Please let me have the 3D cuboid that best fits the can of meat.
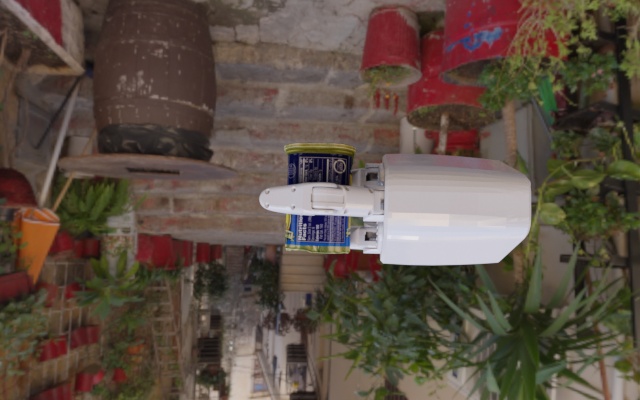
[{"bbox_3d":[0.000,0.002,0.409,0.057,0.084,0.102,1,-4,3],"label":"can of meat"}]
